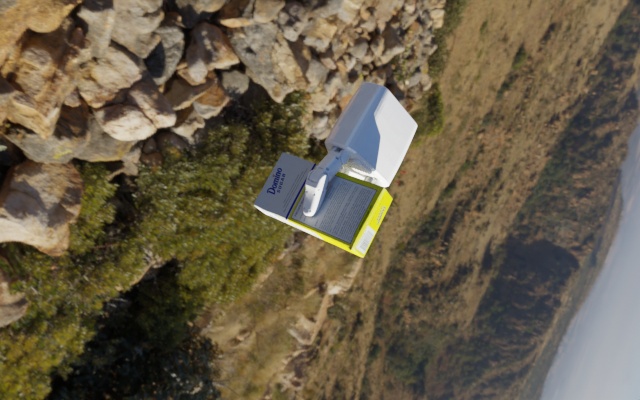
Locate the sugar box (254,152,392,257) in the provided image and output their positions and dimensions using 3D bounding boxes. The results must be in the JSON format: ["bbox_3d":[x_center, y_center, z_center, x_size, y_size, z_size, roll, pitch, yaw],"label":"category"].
[{"bbox_3d":[0.000,0.002,0.664,0.176,0.093,0.048,22,-11,34],"label":"sugar box"}]
